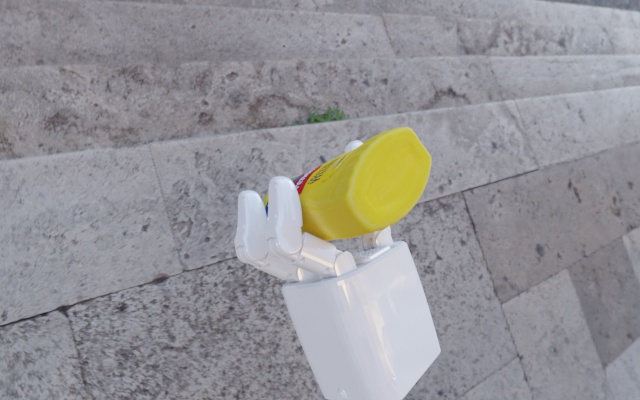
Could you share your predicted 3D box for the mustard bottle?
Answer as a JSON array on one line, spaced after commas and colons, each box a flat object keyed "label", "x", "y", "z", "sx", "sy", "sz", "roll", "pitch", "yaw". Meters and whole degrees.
[{"label": "mustard bottle", "x": 0.000, "y": 0.001, "z": 0.413, "sx": 0.096, "sy": 0.058, "sz": 0.192, "roll": -48, "pitch": 16, "yaw": -33}]
